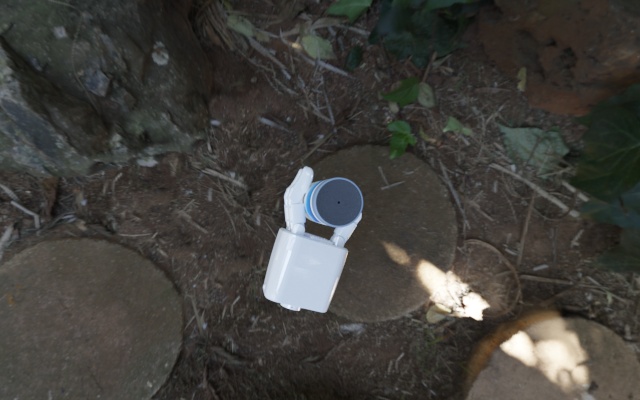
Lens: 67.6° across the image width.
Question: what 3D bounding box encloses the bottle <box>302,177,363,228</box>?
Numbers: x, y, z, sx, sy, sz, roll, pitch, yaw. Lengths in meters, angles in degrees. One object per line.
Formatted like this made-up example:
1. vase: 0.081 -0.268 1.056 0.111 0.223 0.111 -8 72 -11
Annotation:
1. bottle: 0.000 0.002 0.774 0.069 0.069 0.295 0 0 -10
